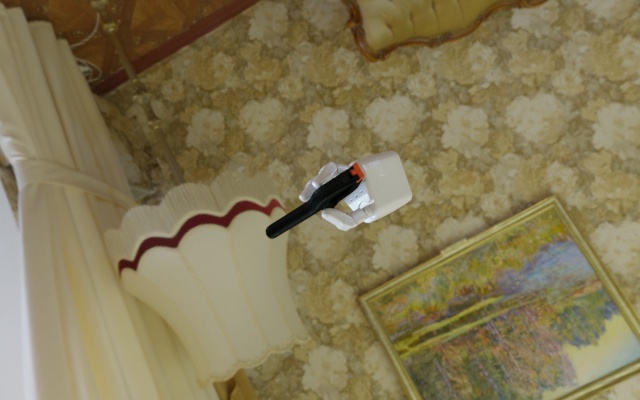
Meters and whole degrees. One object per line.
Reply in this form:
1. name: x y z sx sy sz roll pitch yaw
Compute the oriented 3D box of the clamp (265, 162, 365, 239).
1. clamp: 0.001 0.003 0.843 0.164 0.036 0.210 -22 -14 -37
